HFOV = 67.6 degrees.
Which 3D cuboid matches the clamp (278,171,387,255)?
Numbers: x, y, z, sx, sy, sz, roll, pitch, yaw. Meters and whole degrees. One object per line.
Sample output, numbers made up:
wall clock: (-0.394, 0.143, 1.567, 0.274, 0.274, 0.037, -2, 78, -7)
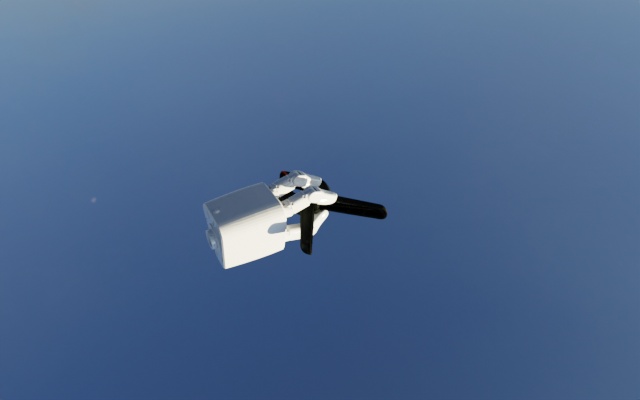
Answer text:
clamp: (0.000, 0.003, 0.819, 0.164, 0.036, 0.210, -18, 39, -23)
